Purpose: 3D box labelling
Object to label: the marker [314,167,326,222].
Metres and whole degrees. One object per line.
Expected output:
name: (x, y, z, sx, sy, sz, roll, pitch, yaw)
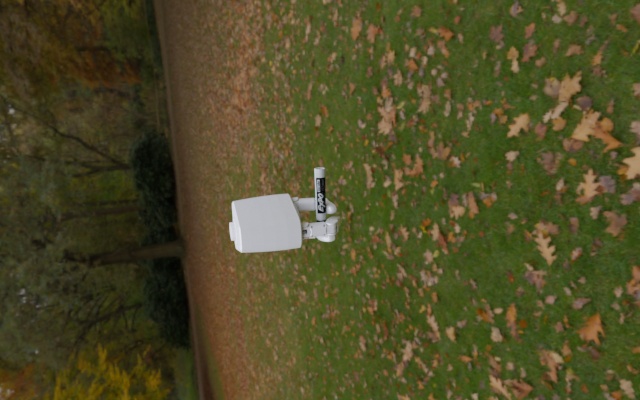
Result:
marker: (0.000, 0.003, 0.839, 0.020, 0.121, 0.020, -1, 15, 0)
